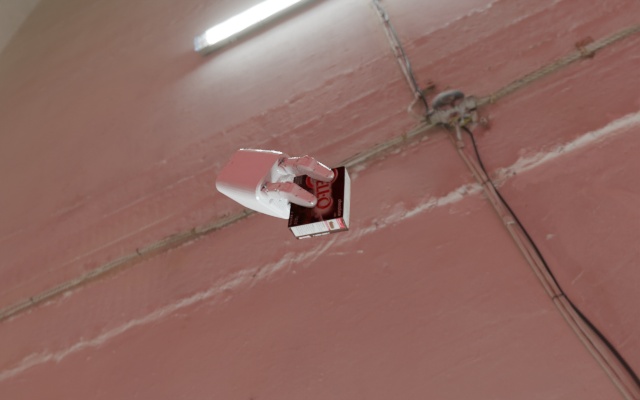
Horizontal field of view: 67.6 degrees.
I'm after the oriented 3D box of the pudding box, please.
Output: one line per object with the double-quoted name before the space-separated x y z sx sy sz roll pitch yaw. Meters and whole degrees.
"pudding box" 0.000 0.003 0.754 0.090 0.113 0.039 -12 -42 17
